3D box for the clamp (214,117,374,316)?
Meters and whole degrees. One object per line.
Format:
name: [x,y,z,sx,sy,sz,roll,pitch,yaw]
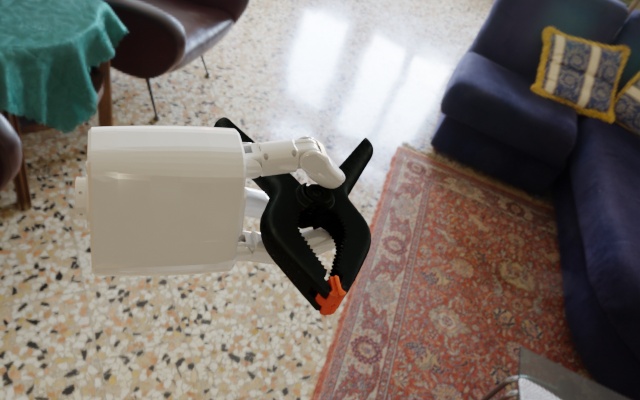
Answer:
clamp: [0.000,0.001,0.423,0.164,0.209,0.036,-1,-43,-24]
